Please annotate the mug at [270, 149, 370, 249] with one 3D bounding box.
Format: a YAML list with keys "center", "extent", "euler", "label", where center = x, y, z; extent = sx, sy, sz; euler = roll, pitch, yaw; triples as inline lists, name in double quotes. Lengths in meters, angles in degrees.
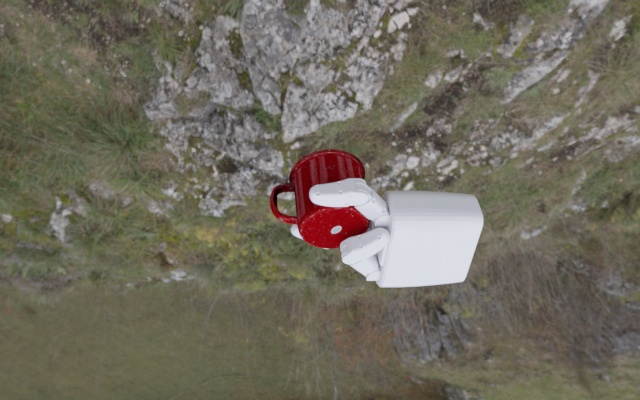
- center: [-0.001, 0.002, 0.552]
  extent: [0.117, 0.081, 0.093]
  euler: [0, -40, -8]
  label: "mug"
